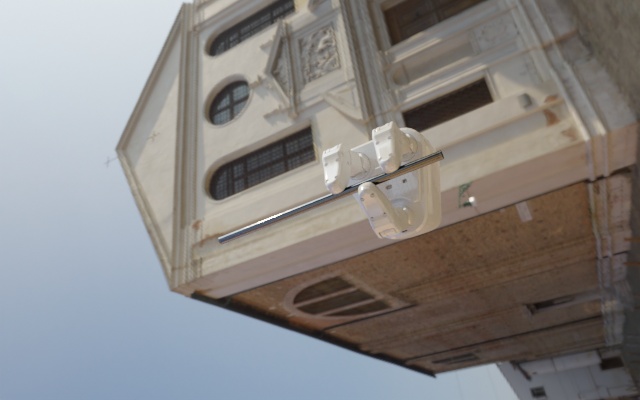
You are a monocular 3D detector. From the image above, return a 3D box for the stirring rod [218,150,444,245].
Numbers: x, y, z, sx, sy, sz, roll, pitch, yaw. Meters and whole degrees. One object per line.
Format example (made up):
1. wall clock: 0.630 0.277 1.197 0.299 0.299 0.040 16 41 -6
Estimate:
1. stirring rod: 0.000 0.001 0.452 0.239 0.011 0.011 -21 -8 22
